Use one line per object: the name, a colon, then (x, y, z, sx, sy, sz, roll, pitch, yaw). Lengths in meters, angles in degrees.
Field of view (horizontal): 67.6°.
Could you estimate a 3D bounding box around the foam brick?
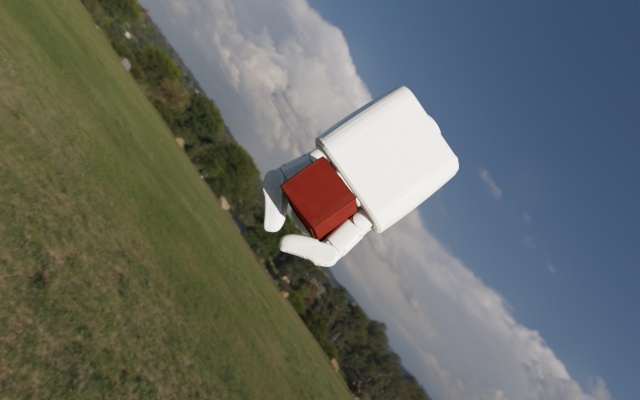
foam brick: (0.000, 0.002, 0.467, 0.051, 0.053, 0.078, -35, -14, -5)
